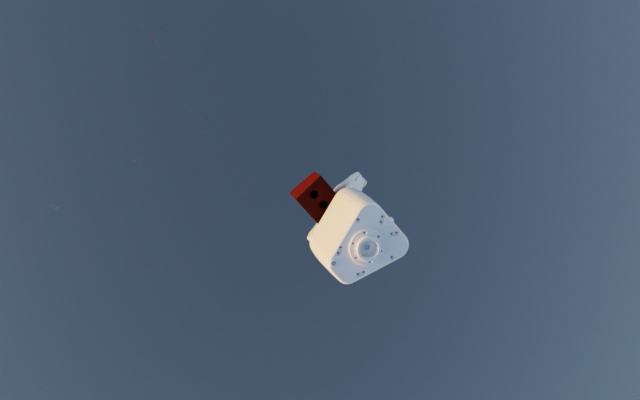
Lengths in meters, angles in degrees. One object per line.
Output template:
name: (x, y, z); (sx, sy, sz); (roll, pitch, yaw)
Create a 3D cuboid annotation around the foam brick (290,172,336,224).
foam brick: (0.000, 0.002, 0.733); (0.053, 0.078, 0.051); (-43, 16, -1)
